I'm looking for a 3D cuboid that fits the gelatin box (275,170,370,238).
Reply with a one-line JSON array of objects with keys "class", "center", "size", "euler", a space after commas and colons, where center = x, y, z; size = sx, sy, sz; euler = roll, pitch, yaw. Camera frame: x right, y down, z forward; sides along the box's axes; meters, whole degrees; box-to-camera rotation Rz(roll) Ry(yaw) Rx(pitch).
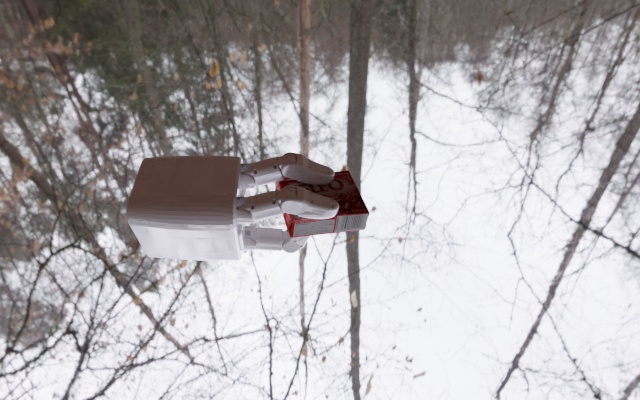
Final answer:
[{"class": "gelatin box", "center": [0.000, 0.002, 0.527], "size": [0.089, 0.030, 0.073], "euler": [-5, 43, -17]}]
